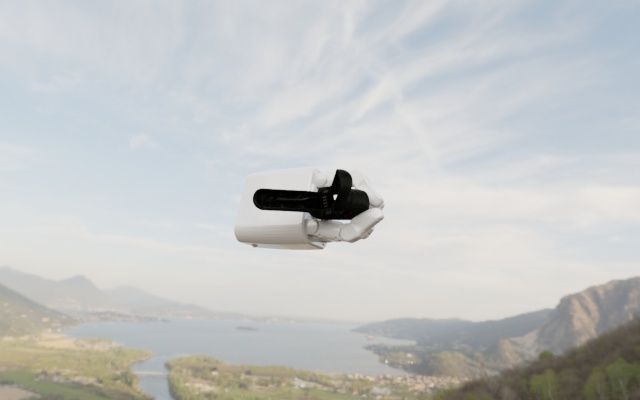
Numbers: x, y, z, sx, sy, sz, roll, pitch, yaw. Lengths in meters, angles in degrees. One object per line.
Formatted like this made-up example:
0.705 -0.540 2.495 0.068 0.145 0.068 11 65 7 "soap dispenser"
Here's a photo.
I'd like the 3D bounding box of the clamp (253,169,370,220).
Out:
0.000 0.001 0.581 0.120 0.039 0.171 -4 -15 19 "clamp"
